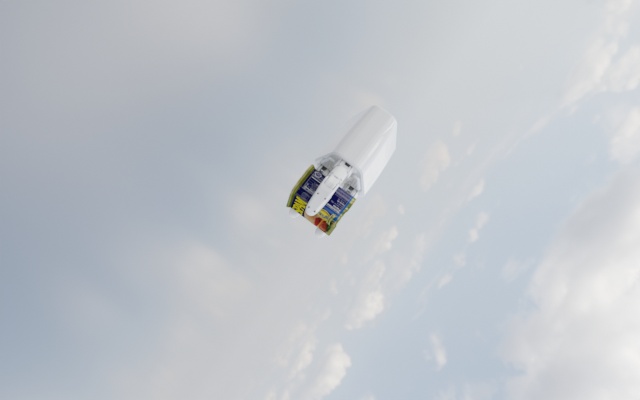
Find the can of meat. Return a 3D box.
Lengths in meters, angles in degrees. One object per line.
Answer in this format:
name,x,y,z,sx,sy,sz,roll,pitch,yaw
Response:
can of meat,0.000,0.003,0.730,0.084,0.057,0.102,36,-19,3
